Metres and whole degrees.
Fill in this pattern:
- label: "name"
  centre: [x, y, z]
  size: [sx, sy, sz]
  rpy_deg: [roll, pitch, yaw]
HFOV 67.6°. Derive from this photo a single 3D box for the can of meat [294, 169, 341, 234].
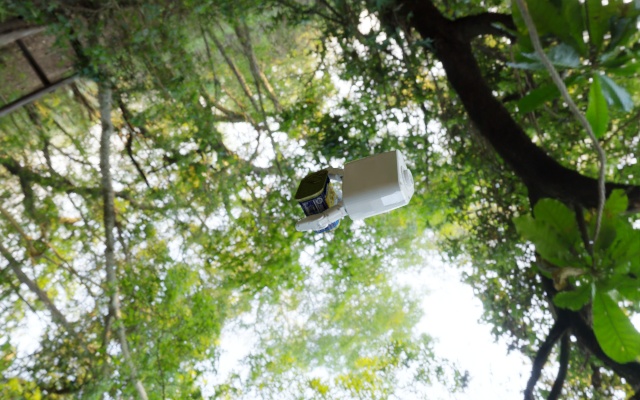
- label: "can of meat"
  centre: [0.000, 0.003, 0.896]
  size: [0.057, 0.084, 0.102]
  rpy_deg: [-18, 25, 18]
